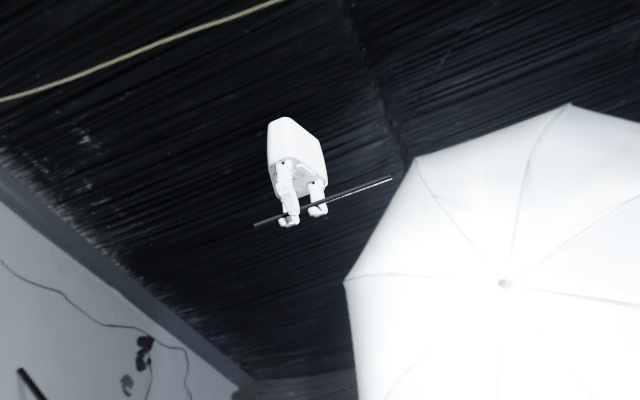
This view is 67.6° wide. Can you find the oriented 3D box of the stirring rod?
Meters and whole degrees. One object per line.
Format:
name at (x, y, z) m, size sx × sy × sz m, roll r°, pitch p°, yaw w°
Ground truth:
stirring rod at (0.000, 0.002, 0.771) m, size 0.239 × 0.011 × 0.011 m, roll -20°, pitch -5°, yaw 14°
